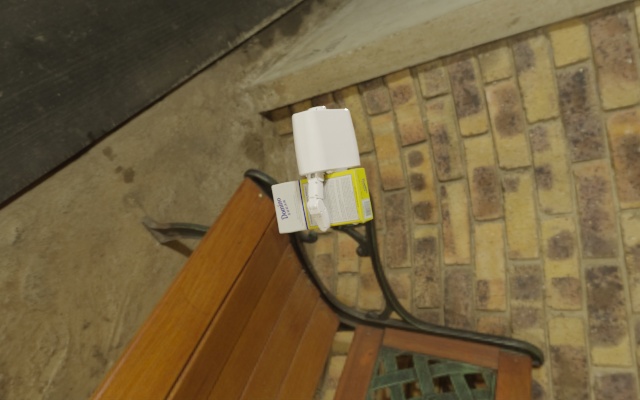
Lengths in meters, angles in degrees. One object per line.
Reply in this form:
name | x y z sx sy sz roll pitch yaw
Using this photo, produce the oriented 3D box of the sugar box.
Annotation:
sugar box | 0.000 0.003 0.853 0.176 0.093 0.048 -9 1 34
